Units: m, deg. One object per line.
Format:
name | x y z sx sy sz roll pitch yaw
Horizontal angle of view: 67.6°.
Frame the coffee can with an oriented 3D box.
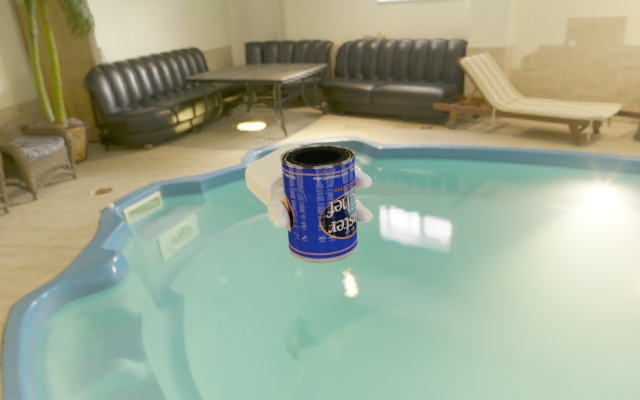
coffee can | 0.000 0.002 0.672 0.103 0.140 0.102 -3 23 1
